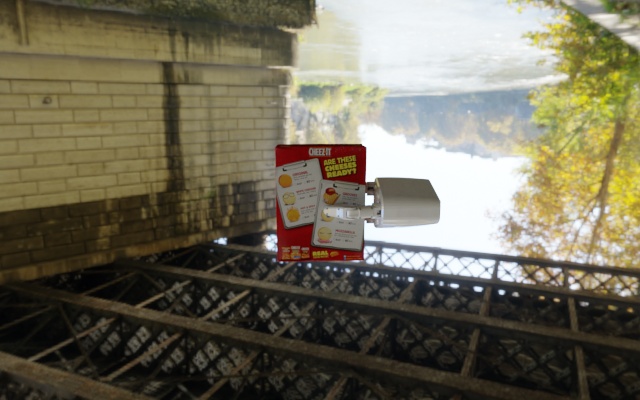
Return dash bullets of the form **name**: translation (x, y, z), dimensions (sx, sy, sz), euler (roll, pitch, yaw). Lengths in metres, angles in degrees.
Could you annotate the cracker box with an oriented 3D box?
- **cracker box**: translation (0.000, 0.003, 0.886), dimensions (0.164, 0.214, 0.072), euler (-1, 12, -3)
